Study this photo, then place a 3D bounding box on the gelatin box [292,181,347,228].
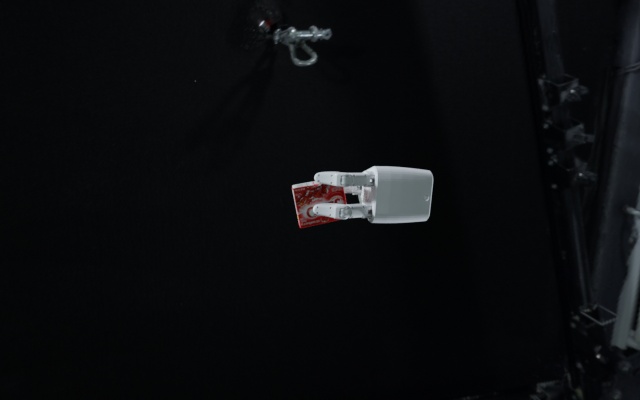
[{"bbox_3d":[0.000,0.003,0.836,0.089,0.073,0.030,-11,15,-4],"label":"gelatin box"}]
